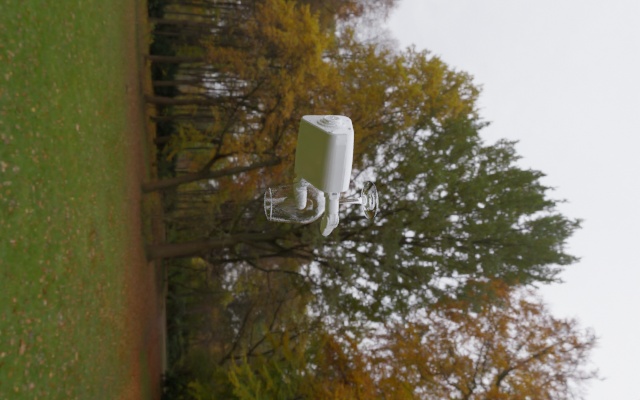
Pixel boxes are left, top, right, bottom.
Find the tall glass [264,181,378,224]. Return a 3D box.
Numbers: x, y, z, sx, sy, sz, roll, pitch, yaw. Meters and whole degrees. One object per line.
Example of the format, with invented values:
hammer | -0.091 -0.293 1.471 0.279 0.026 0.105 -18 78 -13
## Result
tall glass | 0.001 0.003 0.885 0.201 0.079 0.079 -3 1 -18
